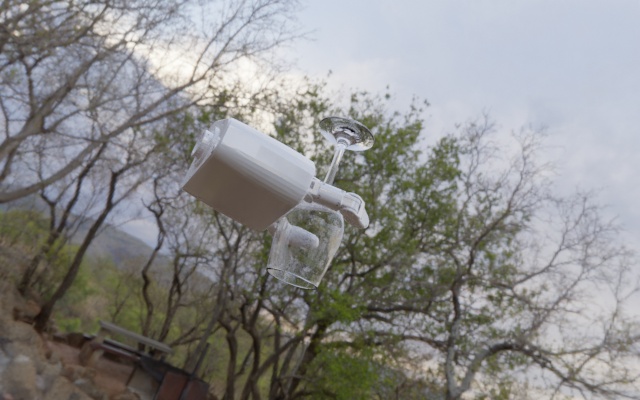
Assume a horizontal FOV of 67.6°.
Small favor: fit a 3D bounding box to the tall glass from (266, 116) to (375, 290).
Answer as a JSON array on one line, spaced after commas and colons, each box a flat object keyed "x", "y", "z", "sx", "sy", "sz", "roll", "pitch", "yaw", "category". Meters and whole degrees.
[{"x": 0.000, "y": 0.001, "z": 0.571, "sx": 0.079, "sy": 0.201, "sz": 0.079, "roll": 18, "pitch": -21, "yaw": 7, "category": "tall glass"}]
